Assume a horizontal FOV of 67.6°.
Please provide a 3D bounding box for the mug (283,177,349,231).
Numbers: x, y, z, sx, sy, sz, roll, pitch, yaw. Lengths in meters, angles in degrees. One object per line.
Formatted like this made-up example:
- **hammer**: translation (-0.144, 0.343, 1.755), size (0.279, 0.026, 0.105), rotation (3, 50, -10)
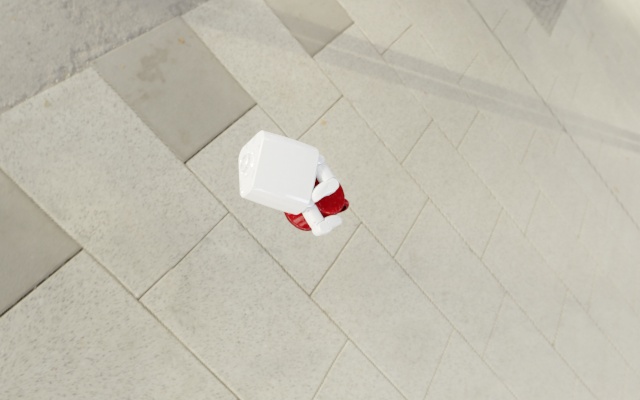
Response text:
- **mug**: translation (0.001, 0.003, 0.872), size (0.117, 0.093, 0.081), rotation (16, -28, -30)
